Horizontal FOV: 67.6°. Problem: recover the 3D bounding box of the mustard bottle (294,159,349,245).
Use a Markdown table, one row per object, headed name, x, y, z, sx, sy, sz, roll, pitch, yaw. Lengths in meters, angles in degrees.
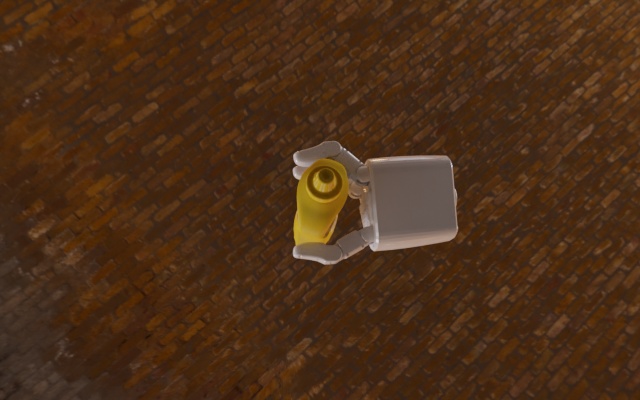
| name | x | y | z | sx | sy | sz | roll | pitch | yaw |
| --- | --- | --- | --- | --- | --- | --- | --- | --- | --- |
| mustard bottle | 0.000 | 0.002 | 0.592 | 0.058 | 0.096 | 0.192 | 19 | -17 | 1 |
